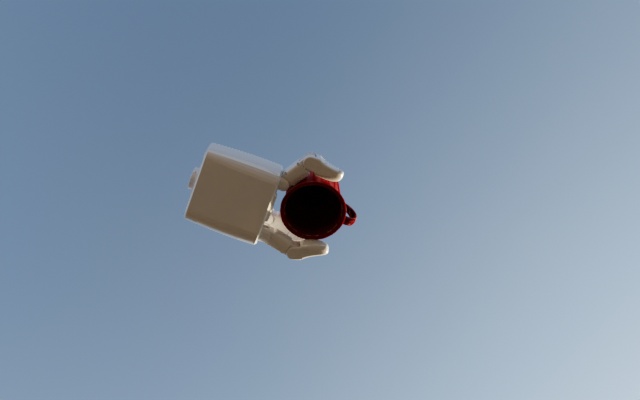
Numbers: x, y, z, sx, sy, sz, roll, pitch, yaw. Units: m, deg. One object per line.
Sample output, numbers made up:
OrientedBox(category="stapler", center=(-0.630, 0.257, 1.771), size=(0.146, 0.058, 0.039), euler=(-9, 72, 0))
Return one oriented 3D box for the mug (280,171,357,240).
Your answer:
OrientedBox(category="mug", center=(0.001, 0.003, 0.704), size=(0.117, 0.093, 0.081), euler=(21, 24, -11))
